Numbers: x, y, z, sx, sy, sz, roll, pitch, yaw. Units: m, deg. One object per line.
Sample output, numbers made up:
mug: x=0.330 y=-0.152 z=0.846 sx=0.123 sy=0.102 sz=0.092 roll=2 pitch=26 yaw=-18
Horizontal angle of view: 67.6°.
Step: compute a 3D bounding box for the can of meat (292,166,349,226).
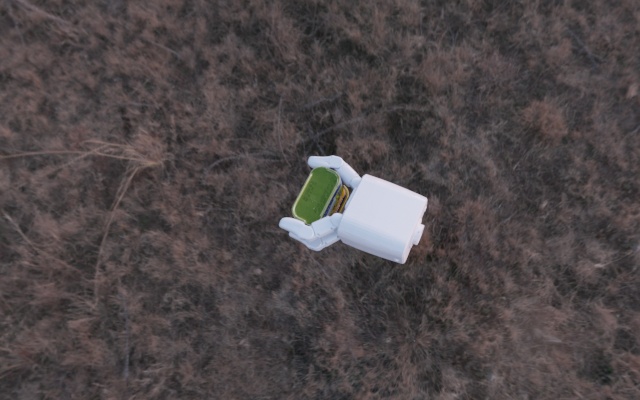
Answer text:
can of meat: x=0.000 y=0.002 z=0.782 sx=0.057 sy=0.102 sz=0.084 roll=24 pitch=-10 yaw=16
